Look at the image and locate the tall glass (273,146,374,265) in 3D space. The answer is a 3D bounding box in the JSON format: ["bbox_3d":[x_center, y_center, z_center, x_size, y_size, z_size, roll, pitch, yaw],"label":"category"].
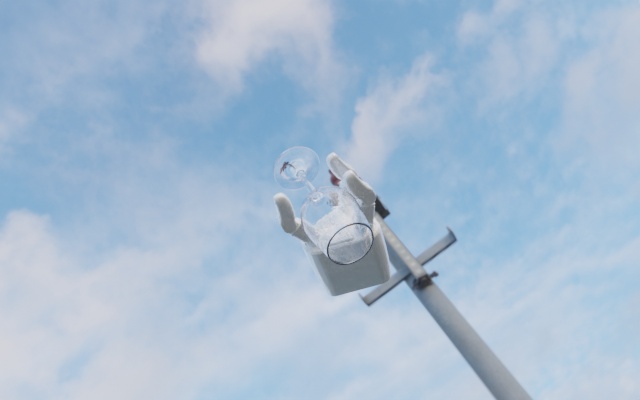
[{"bbox_3d":[0.000,0.002,0.645,0.079,0.079,0.201,0,30,-25],"label":"tall glass"}]
